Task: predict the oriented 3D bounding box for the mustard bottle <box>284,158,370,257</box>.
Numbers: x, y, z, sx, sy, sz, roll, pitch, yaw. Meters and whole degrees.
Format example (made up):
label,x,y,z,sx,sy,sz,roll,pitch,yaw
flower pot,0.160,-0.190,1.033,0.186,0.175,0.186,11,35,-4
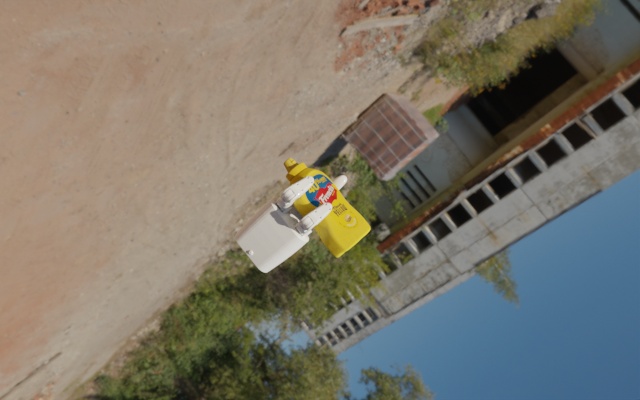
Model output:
label,x,y,z,sx,sy,sz,roll,pitch,yaw
mustard bottle,0.001,0.003,0.850,0.096,0.191,0.058,-35,-6,-46
